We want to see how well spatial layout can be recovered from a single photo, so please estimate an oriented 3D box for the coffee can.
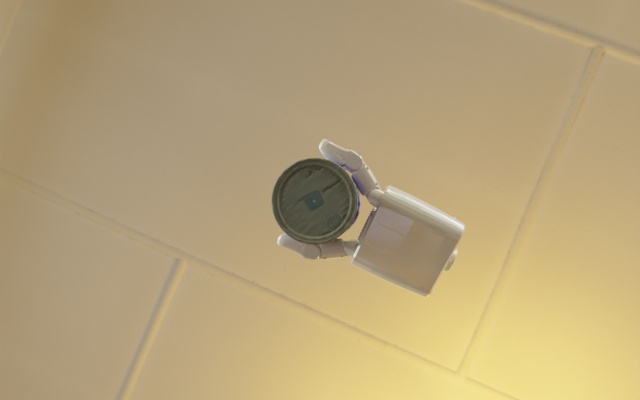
[{"bbox_3d":[0.000,0.002,0.628,0.103,0.103,0.140,0,-1,6],"label":"coffee can"}]
